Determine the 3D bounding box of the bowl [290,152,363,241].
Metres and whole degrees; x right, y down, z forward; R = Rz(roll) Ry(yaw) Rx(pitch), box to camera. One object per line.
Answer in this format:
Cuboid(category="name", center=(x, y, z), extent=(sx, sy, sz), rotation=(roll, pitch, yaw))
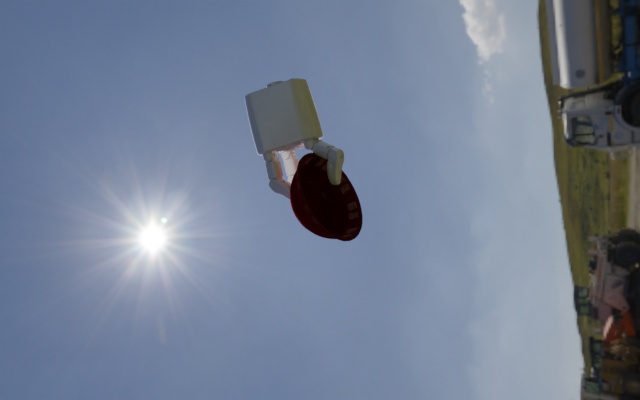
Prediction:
Cuboid(category="bowl", center=(0.000, 0.004, 0.802), extent=(0.055, 0.162, 0.162), rotation=(-30, -17, 32))
